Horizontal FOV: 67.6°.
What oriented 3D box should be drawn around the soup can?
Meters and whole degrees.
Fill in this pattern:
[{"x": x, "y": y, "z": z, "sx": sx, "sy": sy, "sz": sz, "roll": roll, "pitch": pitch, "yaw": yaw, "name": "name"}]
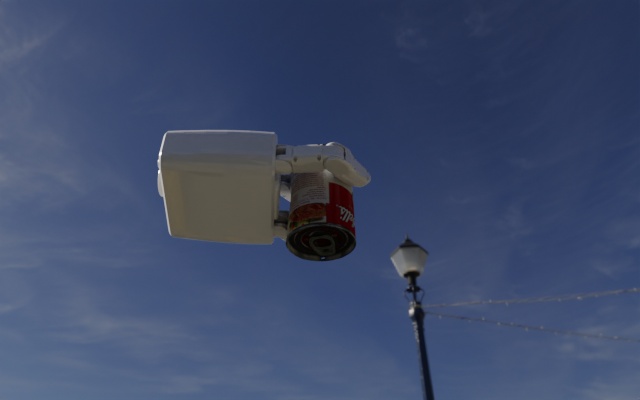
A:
[{"x": 0.001, "y": 0.001, "z": 0.488, "sx": 0.068, "sy": 0.102, "sz": 0.069, "roll": 0, "pitch": -36, "yaw": 0, "name": "soup can"}]
